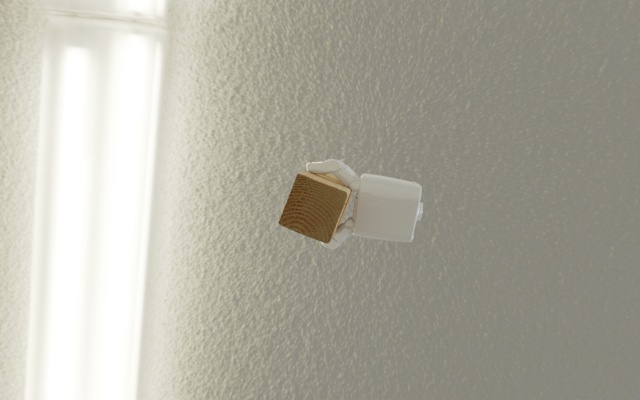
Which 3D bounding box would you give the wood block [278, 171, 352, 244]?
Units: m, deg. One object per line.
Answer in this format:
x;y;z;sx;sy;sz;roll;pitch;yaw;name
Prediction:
0.000;0.003;0.852;0.090;0.091;0.206;21;8;4;wood block
